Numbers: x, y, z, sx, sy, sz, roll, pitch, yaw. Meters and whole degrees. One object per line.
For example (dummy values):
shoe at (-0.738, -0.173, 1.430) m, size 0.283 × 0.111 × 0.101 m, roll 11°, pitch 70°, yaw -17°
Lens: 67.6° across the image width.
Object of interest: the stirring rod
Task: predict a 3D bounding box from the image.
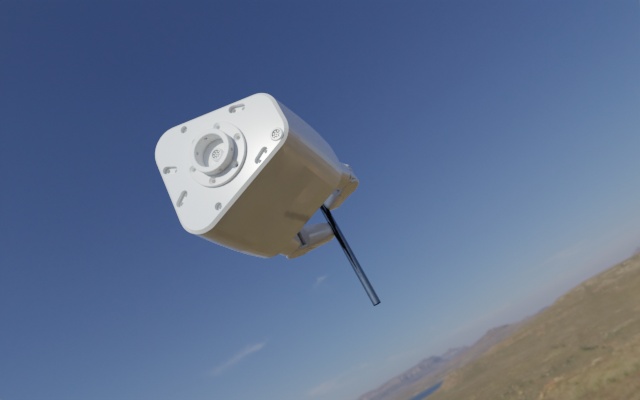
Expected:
stirring rod at (0.000, 0.002, 0.500) m, size 0.011 × 0.239 × 0.011 m, roll -24°, pitch -24°, yaw -11°
